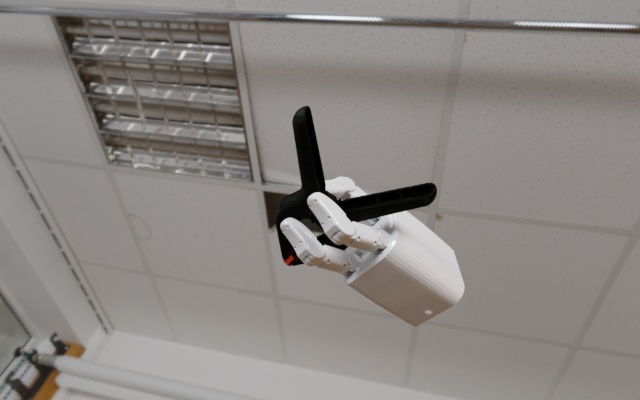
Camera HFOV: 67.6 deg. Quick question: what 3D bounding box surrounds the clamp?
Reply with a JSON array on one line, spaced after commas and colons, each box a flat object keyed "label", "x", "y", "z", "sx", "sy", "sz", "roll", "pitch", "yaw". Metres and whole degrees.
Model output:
[{"label": "clamp", "x": 0.000, "y": 0.002, "z": 0.534, "sx": 0.164, "sy": 0.036, "sz": 0.210, "roll": 37, "pitch": -49, "yaw": -10}]
